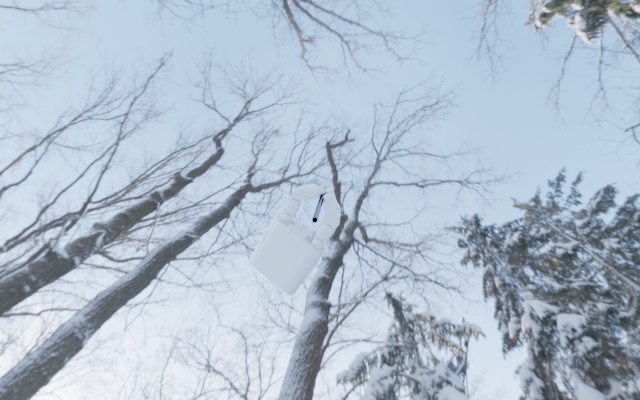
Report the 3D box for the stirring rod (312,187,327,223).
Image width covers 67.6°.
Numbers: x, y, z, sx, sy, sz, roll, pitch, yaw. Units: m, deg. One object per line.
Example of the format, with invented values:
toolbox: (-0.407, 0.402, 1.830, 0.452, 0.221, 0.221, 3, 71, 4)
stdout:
stirring rod: (0.000, 0.003, 0.810, 0.011, 0.011, 0.239, 0, 12, 4)
